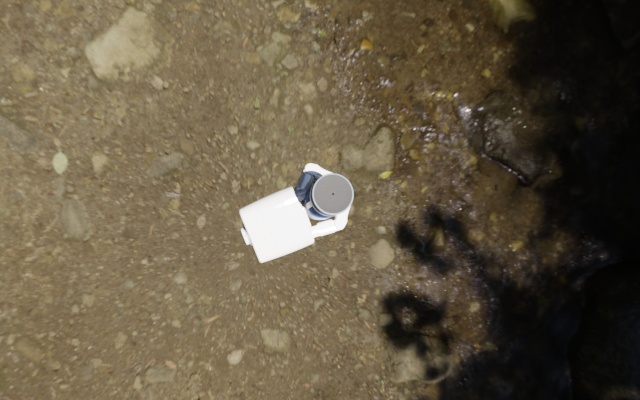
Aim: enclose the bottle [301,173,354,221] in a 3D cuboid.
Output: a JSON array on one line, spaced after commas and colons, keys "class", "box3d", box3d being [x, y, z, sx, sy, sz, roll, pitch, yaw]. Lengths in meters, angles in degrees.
[{"class": "bottle", "box3d": [0.000, 0.003, 0.894, 0.069, 0.069, 0.296, 0, -5, -8]}]
